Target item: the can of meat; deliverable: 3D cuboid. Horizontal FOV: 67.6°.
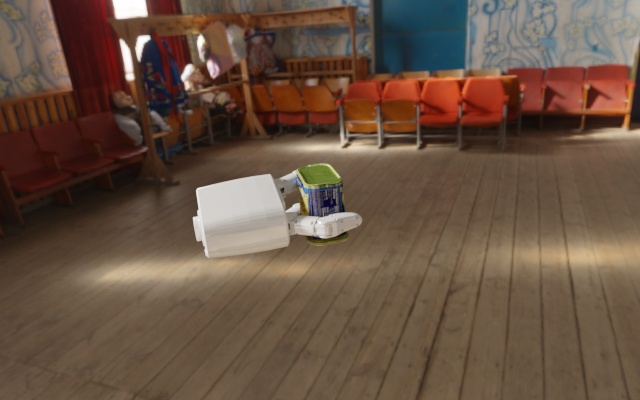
[{"bbox_3d":[0.000,0.002,0.657,0.057,0.084,0.102,-9,21,-10],"label":"can of meat"}]
